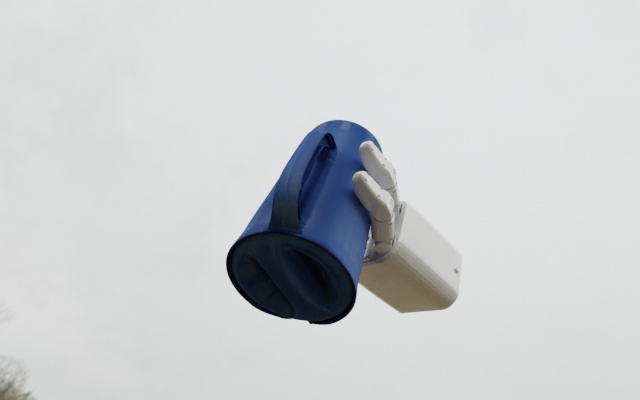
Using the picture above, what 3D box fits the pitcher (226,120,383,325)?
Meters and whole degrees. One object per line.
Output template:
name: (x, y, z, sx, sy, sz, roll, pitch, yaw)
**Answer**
pitcher: (0.000, 0.002, 0.540, 0.149, 0.145, 0.242, -37, 20, 38)
